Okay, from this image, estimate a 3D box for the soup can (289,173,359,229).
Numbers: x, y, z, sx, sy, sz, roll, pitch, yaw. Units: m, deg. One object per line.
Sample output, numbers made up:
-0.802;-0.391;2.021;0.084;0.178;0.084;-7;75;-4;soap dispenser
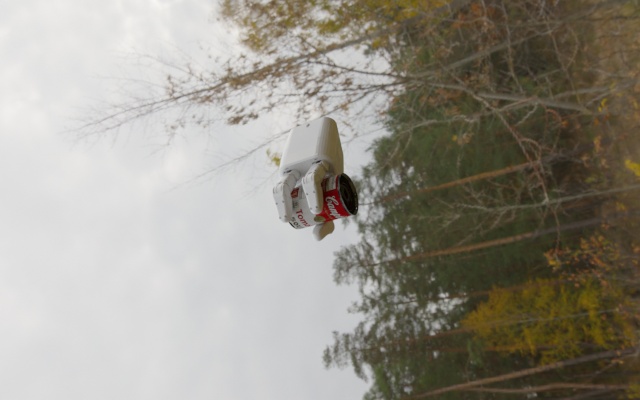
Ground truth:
0.000;0.003;0.755;0.102;0.068;0.068;-16;-7;24;soup can
